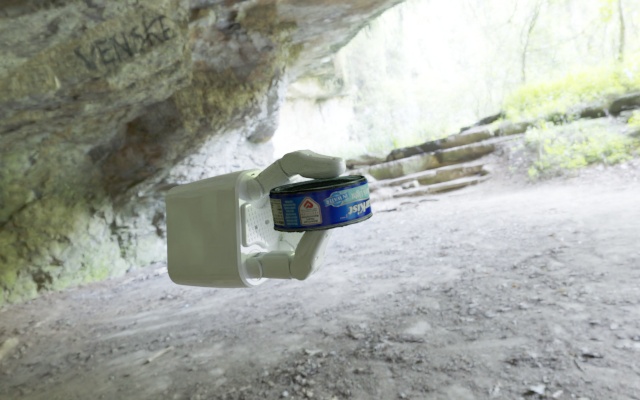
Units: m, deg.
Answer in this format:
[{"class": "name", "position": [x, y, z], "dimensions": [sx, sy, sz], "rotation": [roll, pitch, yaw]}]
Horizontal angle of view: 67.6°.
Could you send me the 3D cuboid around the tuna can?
[{"class": "tuna can", "position": [0.000, 0.001, 0.405], "dimensions": [0.086, 0.034, 0.086], "rotation": [-8, 7, 1]}]
